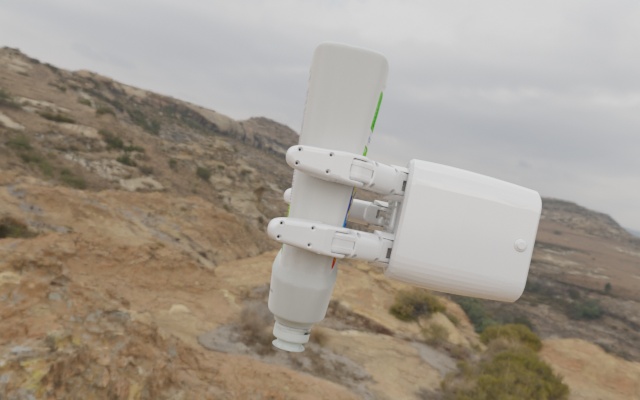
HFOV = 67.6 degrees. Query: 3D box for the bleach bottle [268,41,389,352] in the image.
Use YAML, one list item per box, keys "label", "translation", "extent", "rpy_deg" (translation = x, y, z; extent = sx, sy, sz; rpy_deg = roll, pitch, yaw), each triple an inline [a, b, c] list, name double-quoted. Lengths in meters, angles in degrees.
- label: "bleach bottle"
  translation: [0.000, 0.001, 0.415]
  extent: [0.068, 0.251, 0.102]
  rpy_deg: [12, -1, 2]
